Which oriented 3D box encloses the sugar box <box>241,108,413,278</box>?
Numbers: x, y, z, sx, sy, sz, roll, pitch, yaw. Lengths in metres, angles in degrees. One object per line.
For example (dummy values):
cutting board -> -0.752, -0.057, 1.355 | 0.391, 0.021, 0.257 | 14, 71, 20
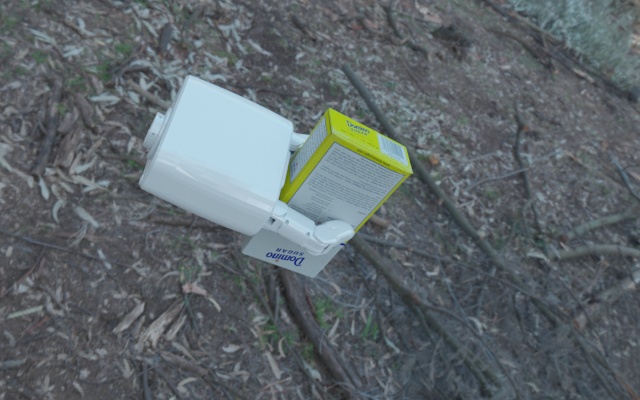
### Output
sugar box -> 0.000, 0.001, 0.479 | 0.093, 0.048, 0.176 | 24, -51, -24
